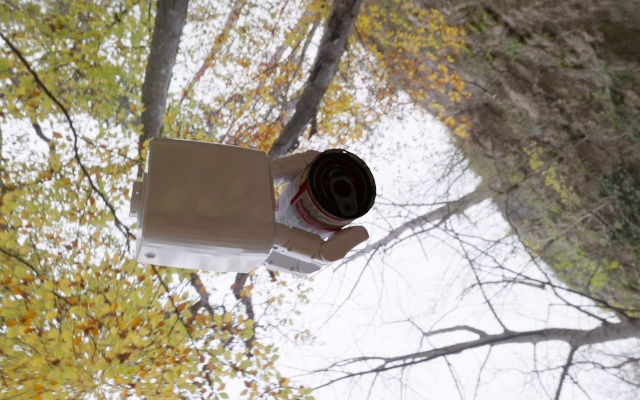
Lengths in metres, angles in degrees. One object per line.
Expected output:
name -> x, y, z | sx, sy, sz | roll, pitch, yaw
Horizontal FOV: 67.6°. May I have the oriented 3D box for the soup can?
soup can -> 0.000, 0.002, 0.464 | 0.068, 0.068, 0.102 | 0, -19, -25
